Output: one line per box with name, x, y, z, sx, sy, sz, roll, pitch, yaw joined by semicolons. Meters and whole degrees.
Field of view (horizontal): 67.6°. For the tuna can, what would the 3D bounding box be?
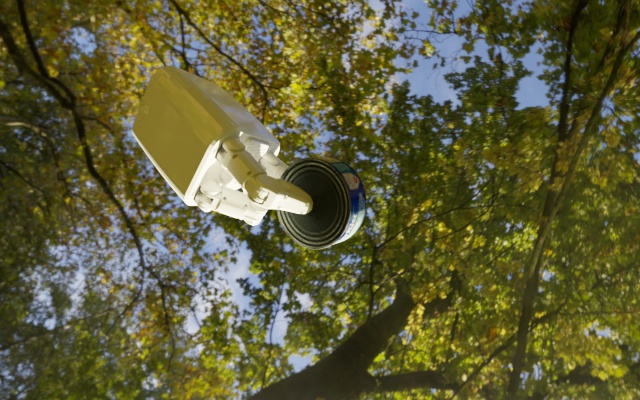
tuna can;0.000;0.001;0.456;0.086;0.086;0.034;0;6;35
